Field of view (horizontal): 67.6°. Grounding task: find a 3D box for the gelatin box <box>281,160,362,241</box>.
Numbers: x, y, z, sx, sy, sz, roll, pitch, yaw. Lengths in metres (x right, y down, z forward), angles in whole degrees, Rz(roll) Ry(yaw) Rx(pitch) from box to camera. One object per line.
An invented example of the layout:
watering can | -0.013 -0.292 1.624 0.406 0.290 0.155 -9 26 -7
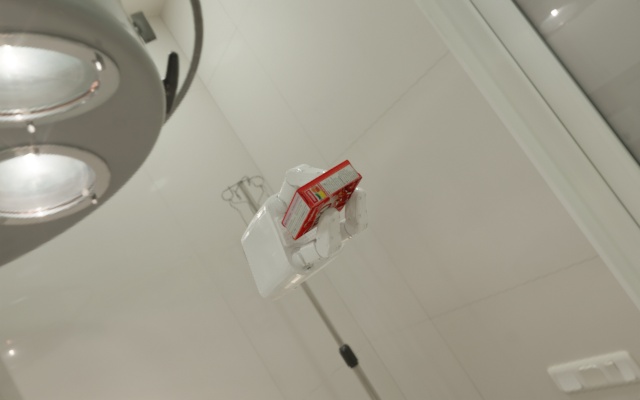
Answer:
gelatin box | 0.000 0.001 0.534 0.073 0.030 0.089 -32 -15 -28
